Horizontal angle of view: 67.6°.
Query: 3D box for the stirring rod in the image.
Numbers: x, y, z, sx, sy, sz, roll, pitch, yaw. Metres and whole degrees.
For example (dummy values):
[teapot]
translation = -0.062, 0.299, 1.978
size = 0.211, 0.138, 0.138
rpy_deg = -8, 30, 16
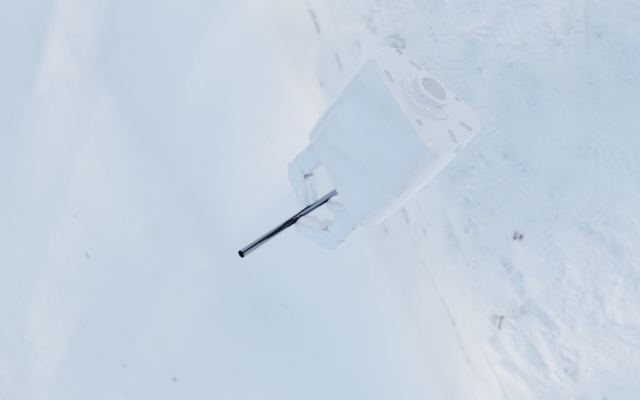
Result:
[stirring rod]
translation = 0.000, 0.002, 0.518
size = 0.011, 0.011, 0.239
rpy_deg = 0, 23, 41
